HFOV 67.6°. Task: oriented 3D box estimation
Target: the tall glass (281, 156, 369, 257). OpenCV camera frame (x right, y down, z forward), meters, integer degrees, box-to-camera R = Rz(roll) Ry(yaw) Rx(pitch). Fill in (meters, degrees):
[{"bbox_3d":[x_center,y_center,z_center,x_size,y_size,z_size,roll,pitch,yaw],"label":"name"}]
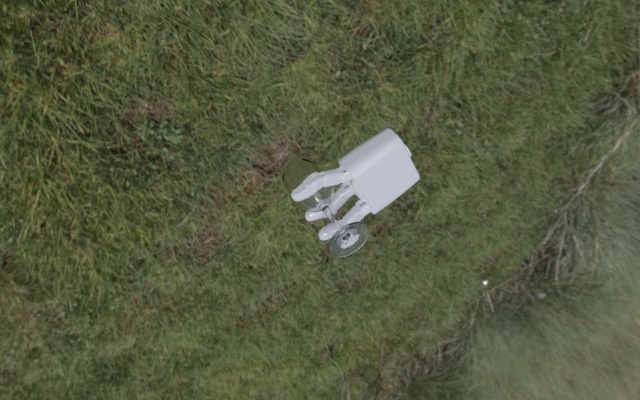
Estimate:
[{"bbox_3d":[0.000,0.003,0.821,0.079,0.079,0.201,0,37,-35],"label":"tall glass"}]
